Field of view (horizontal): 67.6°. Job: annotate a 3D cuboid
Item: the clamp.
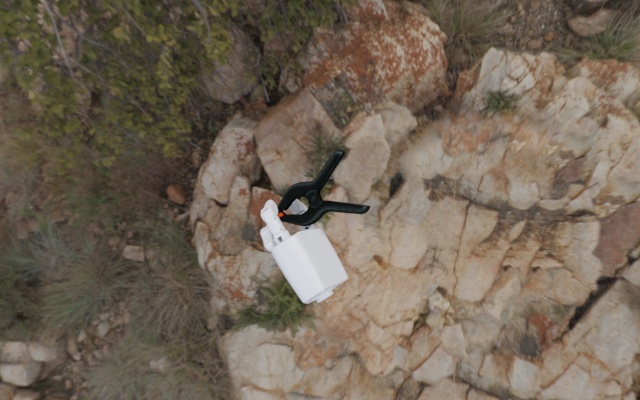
[{"bbox_3d":[0.000,0.003,0.849,0.171,0.120,0.039,-34,-13,11],"label":"clamp"}]
